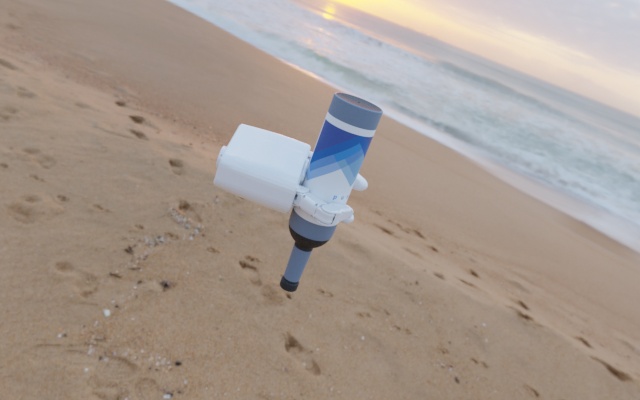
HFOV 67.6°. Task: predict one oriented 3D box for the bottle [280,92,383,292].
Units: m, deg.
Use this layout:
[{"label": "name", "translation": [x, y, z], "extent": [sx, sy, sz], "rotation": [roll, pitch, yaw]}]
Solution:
[{"label": "bottle", "translation": [0.000, 0.002, 0.662], "extent": [0.069, 0.296, 0.069], "rotation": [18, 22, -8]}]
